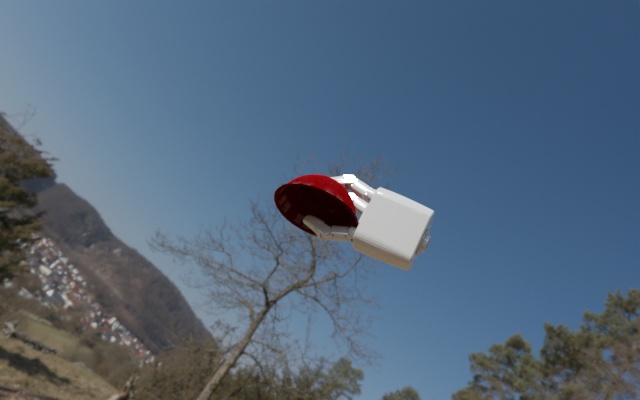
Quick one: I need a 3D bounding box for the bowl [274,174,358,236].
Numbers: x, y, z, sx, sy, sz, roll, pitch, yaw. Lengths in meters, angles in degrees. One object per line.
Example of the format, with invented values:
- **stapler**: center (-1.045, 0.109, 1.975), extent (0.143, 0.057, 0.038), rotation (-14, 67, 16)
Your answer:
- **bowl**: center (-0.001, 0.002, 0.861), extent (0.162, 0.055, 0.162), rotation (17, -32, 11)
